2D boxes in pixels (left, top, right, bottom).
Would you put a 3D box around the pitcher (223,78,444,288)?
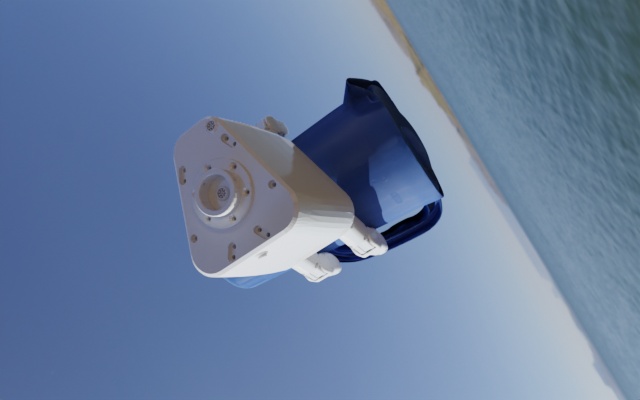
[{"bbox_3d":[0.000,0.002,0.504,0.243,0.149,0.145,-31,-15,17],"label":"pitcher"}]
